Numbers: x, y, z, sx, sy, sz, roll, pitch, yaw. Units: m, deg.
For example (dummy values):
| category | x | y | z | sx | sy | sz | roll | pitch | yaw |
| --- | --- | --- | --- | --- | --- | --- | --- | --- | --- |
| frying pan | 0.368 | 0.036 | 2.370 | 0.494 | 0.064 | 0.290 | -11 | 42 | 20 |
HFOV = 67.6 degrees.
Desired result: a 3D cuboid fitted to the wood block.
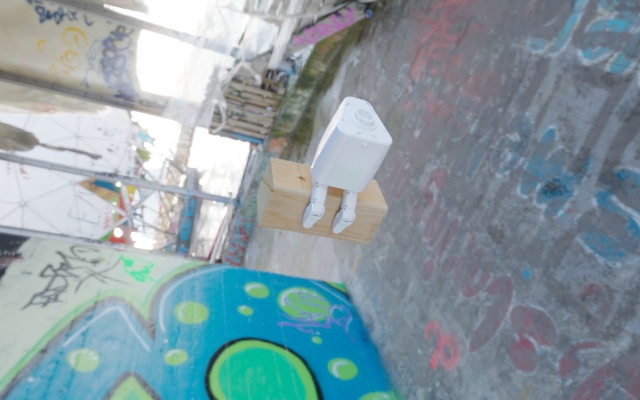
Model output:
| category | x | y | z | sx | sy | sz | roll | pitch | yaw |
| --- | --- | --- | --- | --- | --- | --- | --- | --- | --- |
| wood block | 0.000 | 0.002 | 0.844 | 0.206 | 0.090 | 0.090 | 11 | 34 | -19 |
